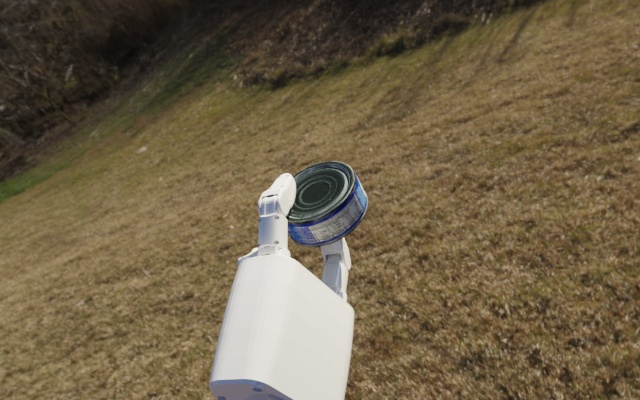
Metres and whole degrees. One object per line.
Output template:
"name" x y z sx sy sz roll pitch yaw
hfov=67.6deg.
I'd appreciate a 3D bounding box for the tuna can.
"tuna can" 0.000 0.001 0.456 0.086 0.086 0.034 0 -45 34
